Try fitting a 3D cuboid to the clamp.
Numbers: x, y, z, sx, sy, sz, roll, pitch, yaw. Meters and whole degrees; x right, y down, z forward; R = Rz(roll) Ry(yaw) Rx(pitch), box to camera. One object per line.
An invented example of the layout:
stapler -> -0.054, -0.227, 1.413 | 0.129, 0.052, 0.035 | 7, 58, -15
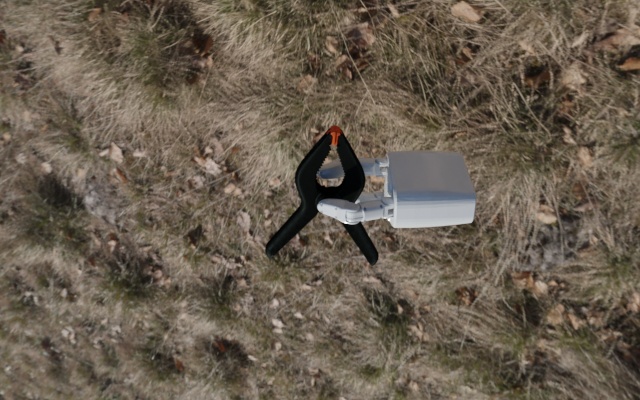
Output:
clamp -> 0.000, 0.002, 0.656 | 0.164, 0.210, 0.036 | -2, 27, 0
